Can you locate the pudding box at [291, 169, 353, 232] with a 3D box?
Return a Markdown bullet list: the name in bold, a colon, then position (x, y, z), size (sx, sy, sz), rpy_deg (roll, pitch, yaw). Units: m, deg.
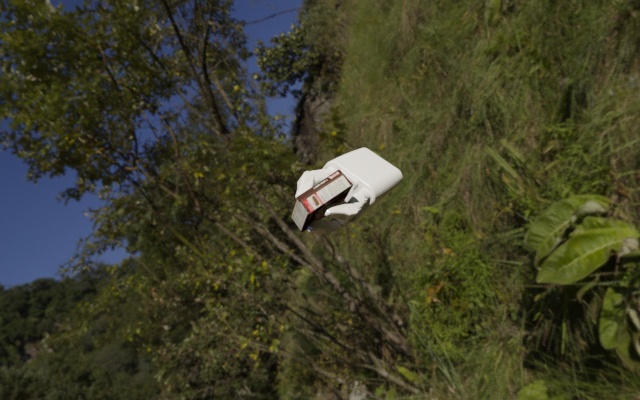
- **pudding box**: position (0.000, 0.002, 0.794), size (0.090, 0.039, 0.113), rpy_deg (-35, -13, -17)
